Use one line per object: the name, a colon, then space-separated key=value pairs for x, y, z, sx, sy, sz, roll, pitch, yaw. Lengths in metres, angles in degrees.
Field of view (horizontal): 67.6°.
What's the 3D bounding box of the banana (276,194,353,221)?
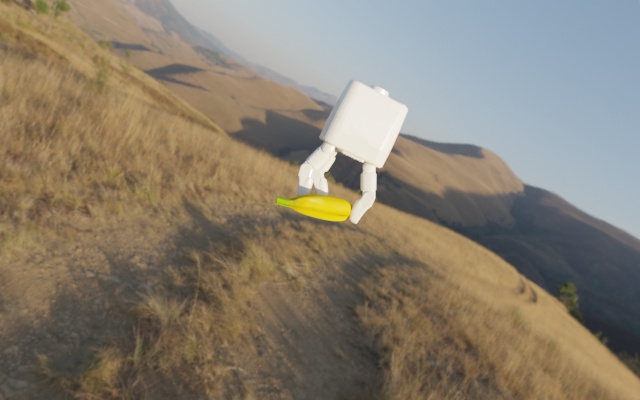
banana: x=0.013 y=0.009 z=0.777 sx=0.069 sy=0.037 sz=0.198 roll=25 pitch=7 yaw=31
